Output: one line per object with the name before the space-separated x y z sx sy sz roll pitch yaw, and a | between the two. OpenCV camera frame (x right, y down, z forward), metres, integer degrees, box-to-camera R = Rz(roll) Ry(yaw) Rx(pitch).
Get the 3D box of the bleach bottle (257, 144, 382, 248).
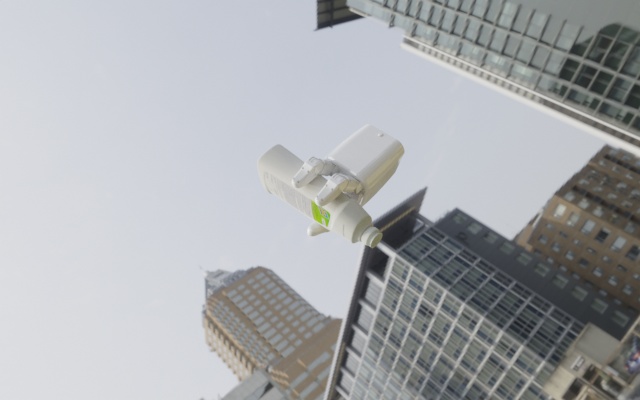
bleach bottle | 0.000 0.003 0.808 0.250 0.068 0.103 36 -23 29
